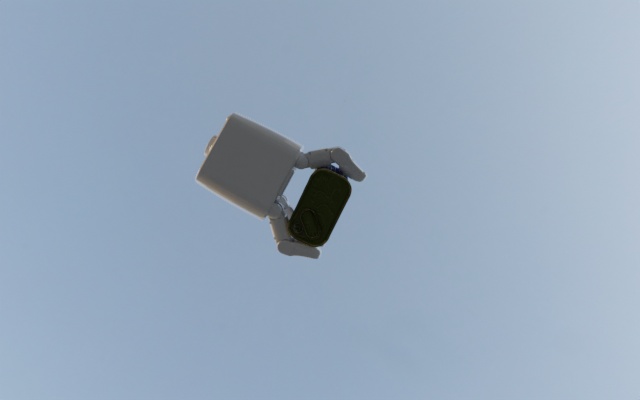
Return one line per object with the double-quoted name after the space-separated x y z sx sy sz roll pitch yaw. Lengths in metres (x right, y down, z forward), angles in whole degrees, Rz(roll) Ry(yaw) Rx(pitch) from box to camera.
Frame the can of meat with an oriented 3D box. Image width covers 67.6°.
0.000 0.002 0.653 0.057 0.102 0.084 25 12 -3 "can of meat"
